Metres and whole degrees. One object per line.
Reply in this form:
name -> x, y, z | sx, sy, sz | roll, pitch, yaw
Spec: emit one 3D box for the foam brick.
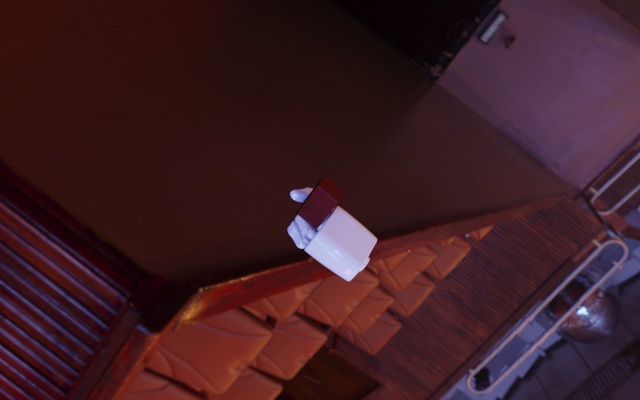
foam brick -> 0.000, 0.003, 0.899 | 0.051, 0.078, 0.053 | 38, 29, 0
